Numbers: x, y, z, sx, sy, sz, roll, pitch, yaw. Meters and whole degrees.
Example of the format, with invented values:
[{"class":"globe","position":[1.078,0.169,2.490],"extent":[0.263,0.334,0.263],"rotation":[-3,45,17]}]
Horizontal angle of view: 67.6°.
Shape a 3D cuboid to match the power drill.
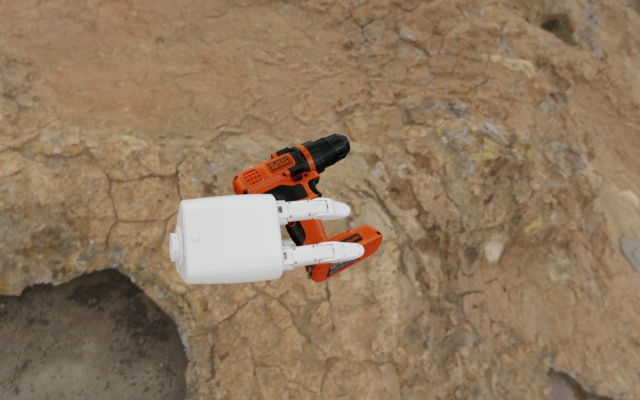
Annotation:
[{"class":"power drill","position":[0.000,0.003,0.645],"extent":[0.184,0.187,0.057],"rotation":[-27,-26,-20]}]
